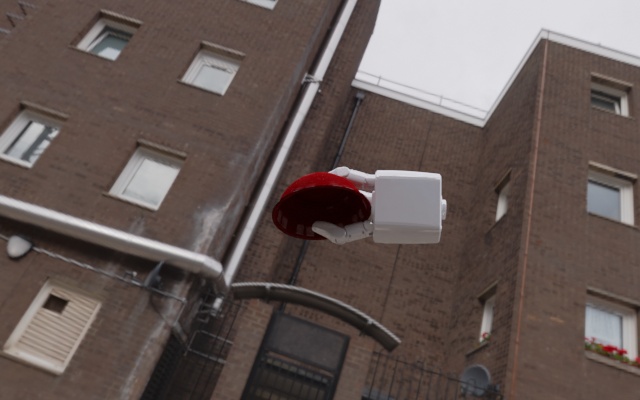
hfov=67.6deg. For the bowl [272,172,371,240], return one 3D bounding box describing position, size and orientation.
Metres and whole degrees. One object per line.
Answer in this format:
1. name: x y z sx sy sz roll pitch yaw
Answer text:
1. bowl: -0.001 0.002 0.785 0.162 0.055 0.162 -4 -34 -3
